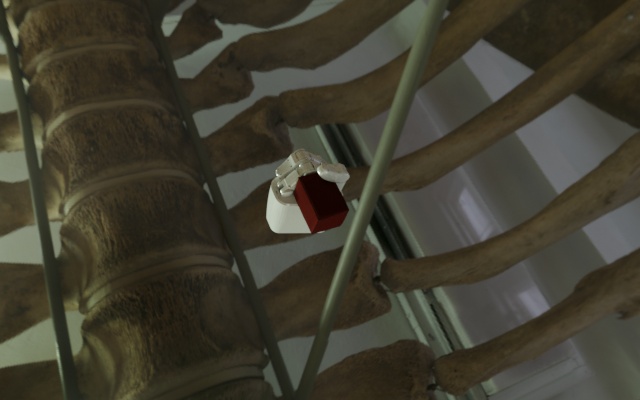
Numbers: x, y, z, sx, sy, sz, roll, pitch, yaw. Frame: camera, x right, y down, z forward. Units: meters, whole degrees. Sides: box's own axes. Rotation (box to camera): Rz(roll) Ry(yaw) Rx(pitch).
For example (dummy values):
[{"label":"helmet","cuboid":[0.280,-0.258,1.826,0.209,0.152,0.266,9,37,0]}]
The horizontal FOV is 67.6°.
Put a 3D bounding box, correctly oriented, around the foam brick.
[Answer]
[{"label":"foam brick","cuboid":[0.000,0.003,0.725,0.053,0.078,0.051,-14,-27,-22]}]
